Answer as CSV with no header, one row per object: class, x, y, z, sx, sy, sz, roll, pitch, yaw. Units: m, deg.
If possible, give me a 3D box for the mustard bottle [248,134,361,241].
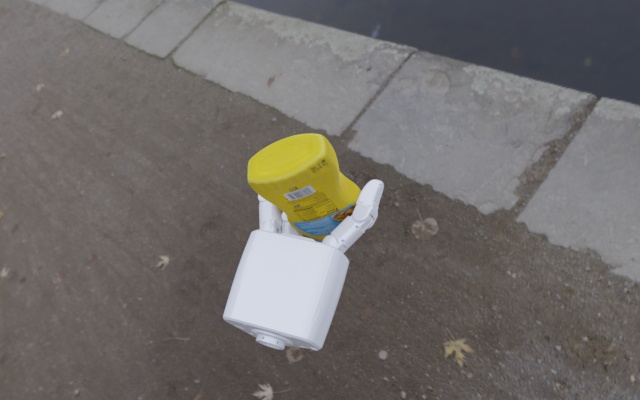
mustard bottle,0.000,0.001,0.574,0.096,0.058,0.192,-19,-37,16
